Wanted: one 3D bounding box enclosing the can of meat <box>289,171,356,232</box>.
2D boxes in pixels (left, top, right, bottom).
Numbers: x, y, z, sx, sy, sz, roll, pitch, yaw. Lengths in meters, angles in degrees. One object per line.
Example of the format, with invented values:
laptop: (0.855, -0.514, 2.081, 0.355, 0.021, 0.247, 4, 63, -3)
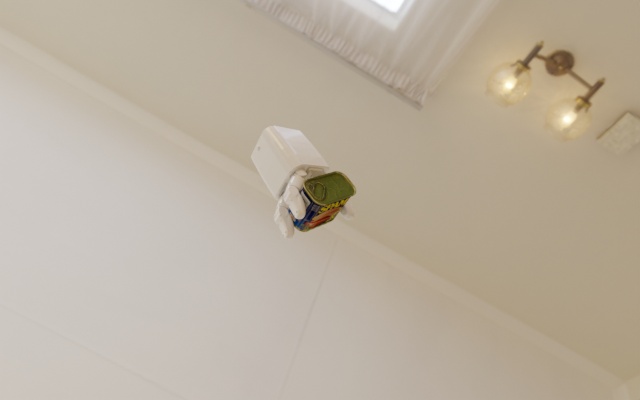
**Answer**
can of meat: (0.000, 0.003, 0.839, 0.102, 0.057, 0.084, -19, -27, -42)
